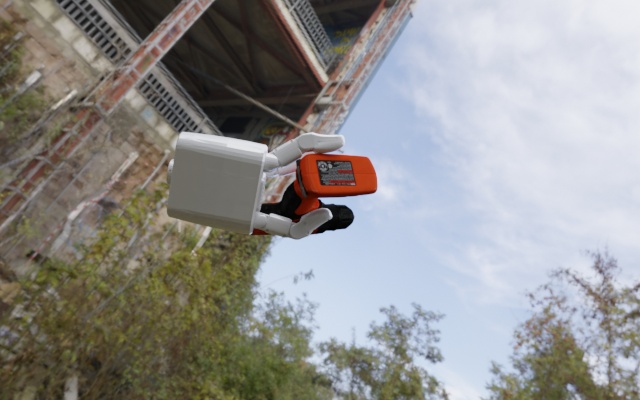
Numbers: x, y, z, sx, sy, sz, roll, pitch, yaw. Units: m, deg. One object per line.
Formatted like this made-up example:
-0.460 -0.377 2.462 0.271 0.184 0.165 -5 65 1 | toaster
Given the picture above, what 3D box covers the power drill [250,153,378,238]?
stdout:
0.000 0.002 0.669 0.184 0.057 0.188 -3 -23 -29 | power drill
